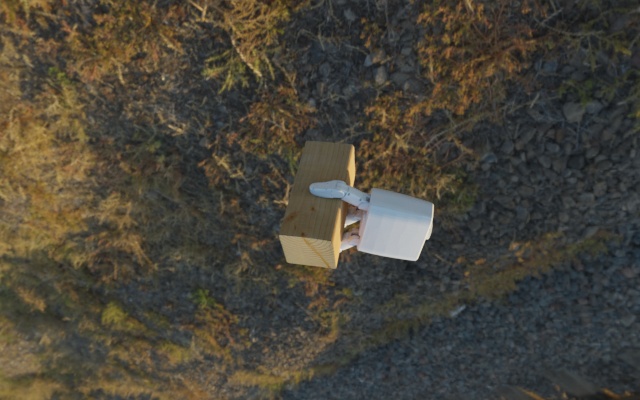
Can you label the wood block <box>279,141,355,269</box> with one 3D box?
[{"bbox_3d":[0.000,0.003,0.837,0.090,0.206,0.091,6,-36,11],"label":"wood block"}]
